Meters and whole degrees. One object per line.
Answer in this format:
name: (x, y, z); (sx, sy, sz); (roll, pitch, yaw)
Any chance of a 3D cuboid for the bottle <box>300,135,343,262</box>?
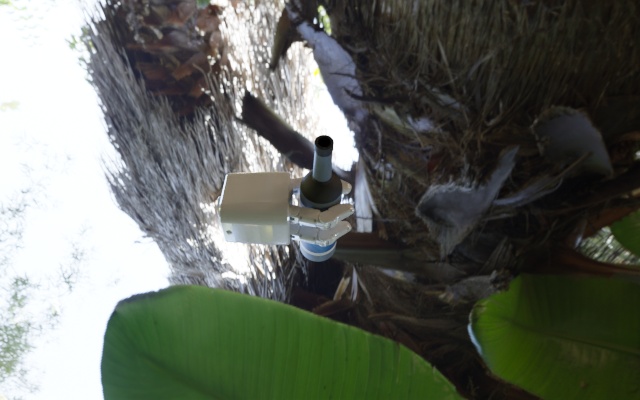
bottle: (0.000, 0.003, 0.769); (0.069, 0.069, 0.296); (0, -34, -2)
